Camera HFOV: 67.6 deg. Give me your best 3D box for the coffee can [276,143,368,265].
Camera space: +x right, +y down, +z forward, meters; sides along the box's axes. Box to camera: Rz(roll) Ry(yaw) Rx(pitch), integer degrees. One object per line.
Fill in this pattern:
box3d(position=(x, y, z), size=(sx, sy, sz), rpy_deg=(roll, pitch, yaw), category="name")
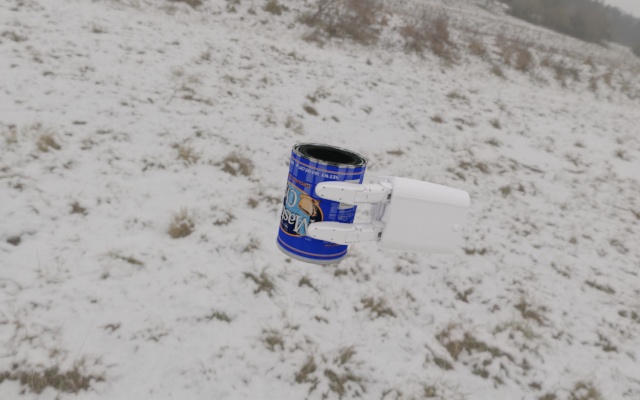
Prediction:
box3d(position=(0.000, 0.002, 0.655), size=(0.103, 0.140, 0.102), rpy_deg=(10, 19, -4), category="coffee can")
